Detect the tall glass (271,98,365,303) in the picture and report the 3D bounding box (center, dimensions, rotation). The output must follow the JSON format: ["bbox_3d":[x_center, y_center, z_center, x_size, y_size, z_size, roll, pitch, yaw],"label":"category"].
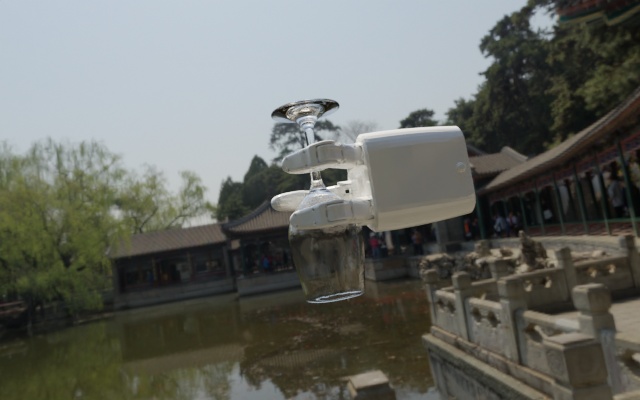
[{"bbox_3d":[0.000,0.001,0.500,0.079,0.201,0.079,-9,-5,-1],"label":"tall glass"}]
